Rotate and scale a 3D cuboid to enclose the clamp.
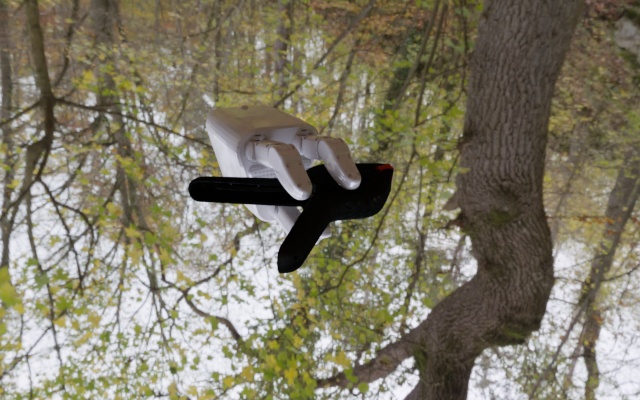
[{"bbox_3d":[0.000,0.002,0.460,0.210,0.036,0.164,-12,32,-30],"label":"clamp"}]
